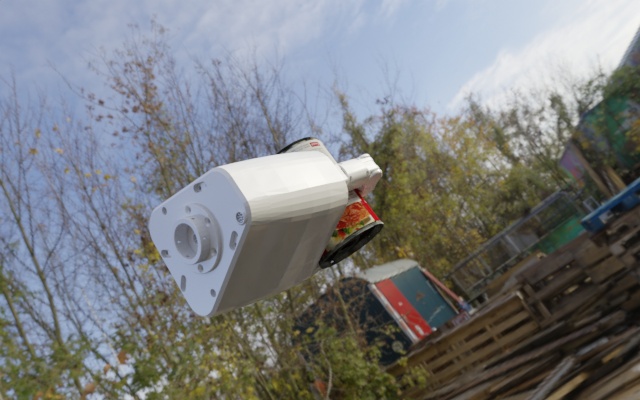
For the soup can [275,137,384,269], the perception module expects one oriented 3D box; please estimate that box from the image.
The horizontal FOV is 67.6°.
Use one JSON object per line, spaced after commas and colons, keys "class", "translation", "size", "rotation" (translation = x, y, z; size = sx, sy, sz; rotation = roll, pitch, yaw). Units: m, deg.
{"class": "soup can", "translation": [0.000, 0.001, 0.435], "size": [0.068, 0.102, 0.068], "rotation": [-32, -17, -11]}
